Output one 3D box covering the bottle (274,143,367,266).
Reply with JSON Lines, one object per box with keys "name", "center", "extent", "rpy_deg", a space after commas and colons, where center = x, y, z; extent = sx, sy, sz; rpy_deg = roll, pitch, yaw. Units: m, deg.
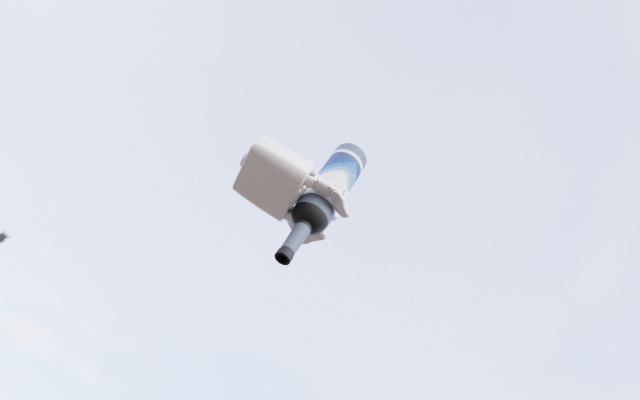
{"name": "bottle", "center": [0.000, 0.003, 0.828], "extent": [0.069, 0.069, 0.295], "rpy_deg": [0, 36, 30]}
